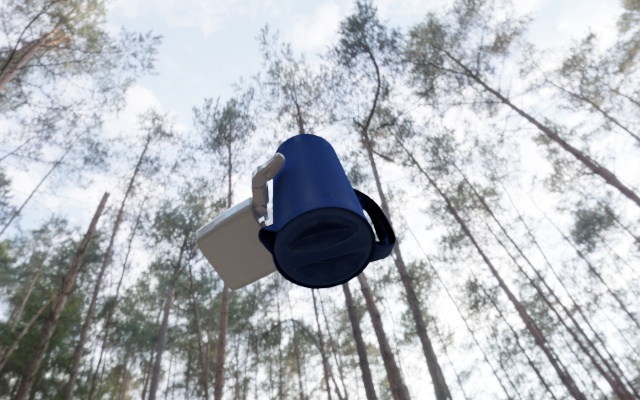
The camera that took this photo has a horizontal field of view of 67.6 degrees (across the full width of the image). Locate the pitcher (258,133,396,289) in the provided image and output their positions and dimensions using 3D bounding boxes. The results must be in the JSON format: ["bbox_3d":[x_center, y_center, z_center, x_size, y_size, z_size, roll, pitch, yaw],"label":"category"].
[{"bbox_3d":[0.000,0.002,0.696,0.145,0.149,0.242,-30,33,12],"label":"pitcher"}]
